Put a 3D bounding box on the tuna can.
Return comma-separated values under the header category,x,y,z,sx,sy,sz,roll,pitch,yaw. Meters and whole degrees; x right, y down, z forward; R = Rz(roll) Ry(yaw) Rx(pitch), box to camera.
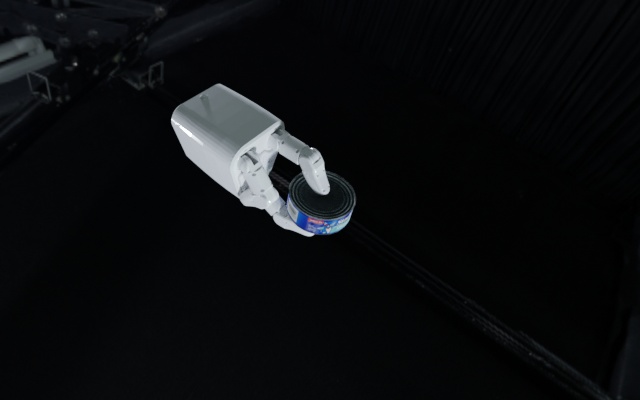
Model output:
category,x,y,z,sx,sy,sz,roll,pitch,yaw
tuna can,0.000,0.002,0.612,0.086,0.086,0.034,0,-42,-14
